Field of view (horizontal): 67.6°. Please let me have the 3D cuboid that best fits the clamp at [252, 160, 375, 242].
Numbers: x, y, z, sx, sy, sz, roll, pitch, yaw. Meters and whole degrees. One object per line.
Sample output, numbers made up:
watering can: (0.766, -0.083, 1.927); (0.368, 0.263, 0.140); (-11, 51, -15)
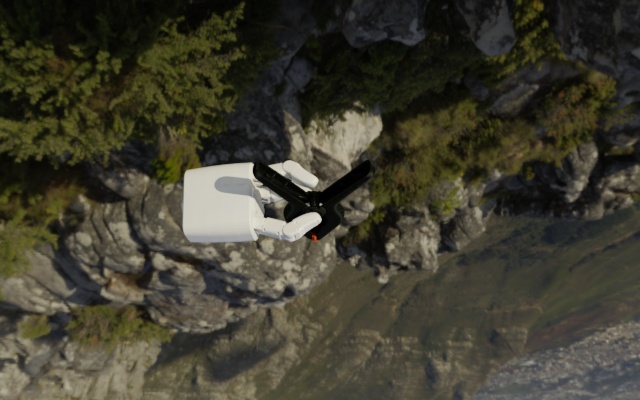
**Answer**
clamp: (0.000, 0.003, 0.714); (0.164, 0.036, 0.210); (-3, -31, 5)
